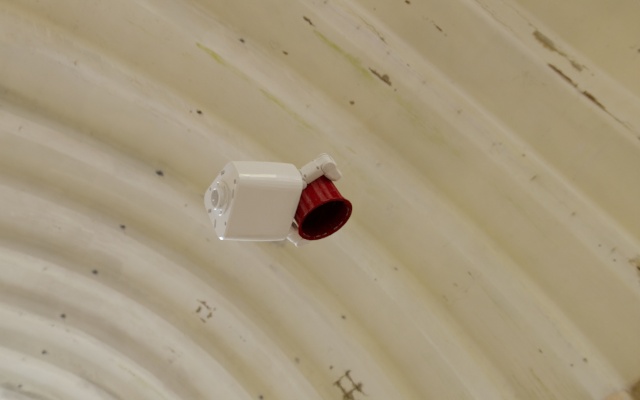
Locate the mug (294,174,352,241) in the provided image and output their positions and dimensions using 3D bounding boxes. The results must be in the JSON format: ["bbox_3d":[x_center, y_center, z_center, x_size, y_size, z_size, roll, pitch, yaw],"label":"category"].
[{"bbox_3d":[0.001,0.002,0.758,0.117,0.093,0.081,2,43,-38],"label":"mug"}]
